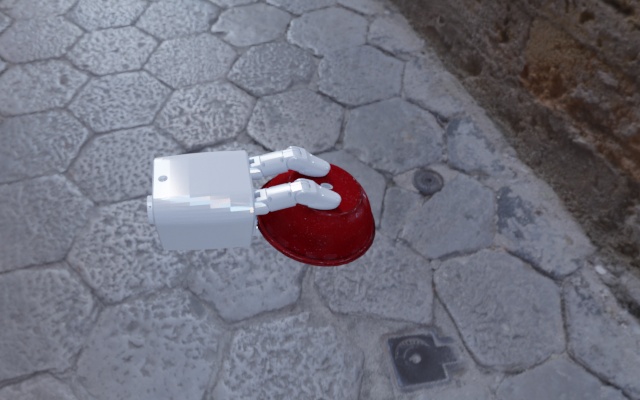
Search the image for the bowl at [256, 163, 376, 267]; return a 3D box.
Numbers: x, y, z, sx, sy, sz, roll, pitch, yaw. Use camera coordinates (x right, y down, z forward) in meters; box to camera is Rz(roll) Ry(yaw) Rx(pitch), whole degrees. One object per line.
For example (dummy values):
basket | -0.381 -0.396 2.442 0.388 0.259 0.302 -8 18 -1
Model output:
bowl | 0.001 0.001 0.596 0.162 0.162 0.055 0 -43 -20
